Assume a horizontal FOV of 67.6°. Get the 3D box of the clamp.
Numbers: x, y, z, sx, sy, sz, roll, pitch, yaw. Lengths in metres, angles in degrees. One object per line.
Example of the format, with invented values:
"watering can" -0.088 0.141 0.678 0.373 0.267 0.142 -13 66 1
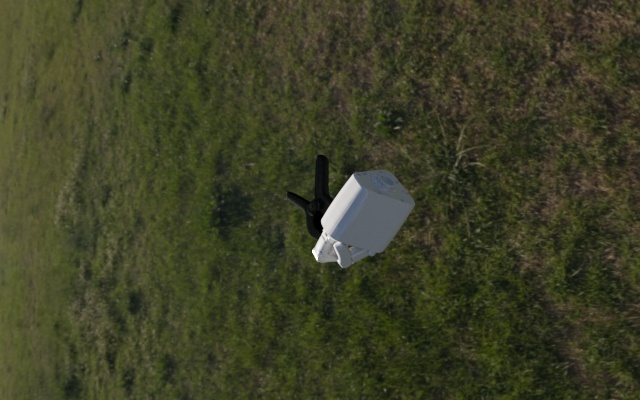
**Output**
"clamp" 0.000 0.003 0.856 0.039 0.120 0.171 3 40 -38
